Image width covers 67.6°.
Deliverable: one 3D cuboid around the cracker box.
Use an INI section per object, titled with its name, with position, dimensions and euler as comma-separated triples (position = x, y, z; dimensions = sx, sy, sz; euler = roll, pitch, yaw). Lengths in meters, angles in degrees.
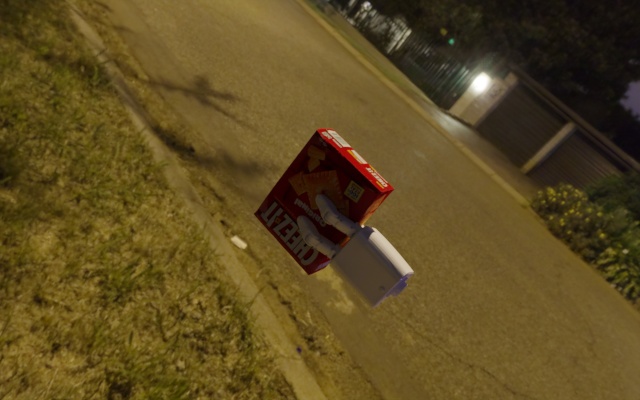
[cracker box]
position = 0.000, 0.003, 0.862
dimensions = 0.164, 0.214, 0.072
euler = 46, 24, 16
